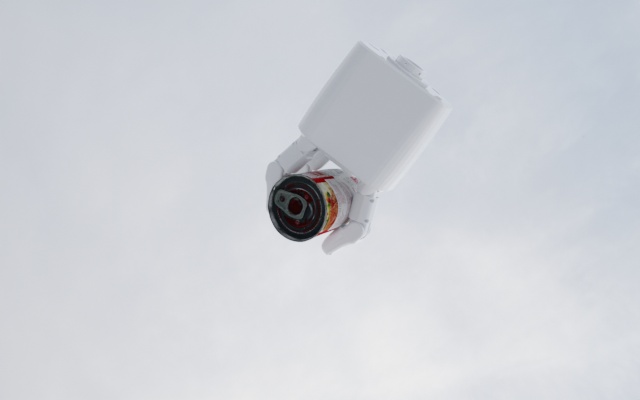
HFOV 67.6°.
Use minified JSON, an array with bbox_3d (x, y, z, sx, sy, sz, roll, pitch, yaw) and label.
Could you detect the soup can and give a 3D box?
[{"bbox_3d":[0.000,0.002,0.513,0.068,0.068,0.102,0,7,29],"label":"soup can"}]
